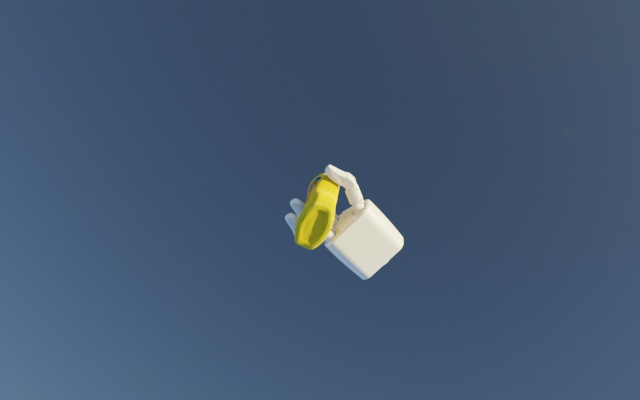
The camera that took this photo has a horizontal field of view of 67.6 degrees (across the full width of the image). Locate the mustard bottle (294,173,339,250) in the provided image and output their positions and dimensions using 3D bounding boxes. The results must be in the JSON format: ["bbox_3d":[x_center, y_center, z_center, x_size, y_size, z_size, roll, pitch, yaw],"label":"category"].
[{"bbox_3d":[0.000,0.003,0.876,0.058,0.096,0.191,23,27,-4],"label":"mustard bottle"}]
